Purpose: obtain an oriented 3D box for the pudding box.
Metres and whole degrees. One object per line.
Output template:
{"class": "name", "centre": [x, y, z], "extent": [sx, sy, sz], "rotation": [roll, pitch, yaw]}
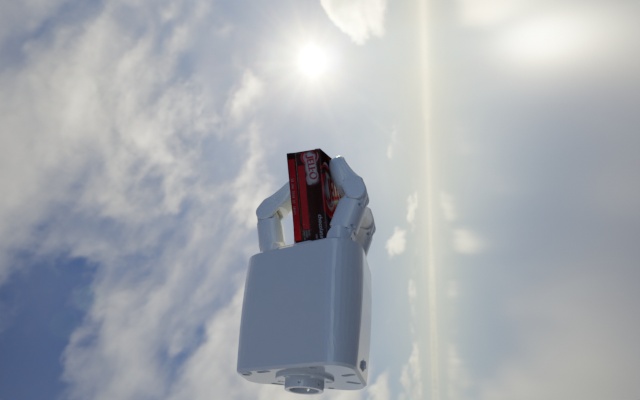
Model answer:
{"class": "pudding box", "centre": [0.000, 0.002, 0.488], "extent": [0.039, 0.090, 0.113], "rotation": [-5, -6, 10]}
